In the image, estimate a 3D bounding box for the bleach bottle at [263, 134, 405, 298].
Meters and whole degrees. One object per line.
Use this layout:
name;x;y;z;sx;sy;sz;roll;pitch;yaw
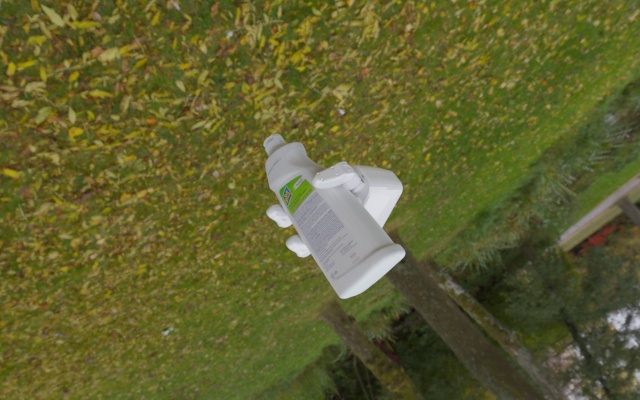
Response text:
bleach bottle;0.000;0.002;0.648;0.103;0.250;0.068;-47;-25;27
